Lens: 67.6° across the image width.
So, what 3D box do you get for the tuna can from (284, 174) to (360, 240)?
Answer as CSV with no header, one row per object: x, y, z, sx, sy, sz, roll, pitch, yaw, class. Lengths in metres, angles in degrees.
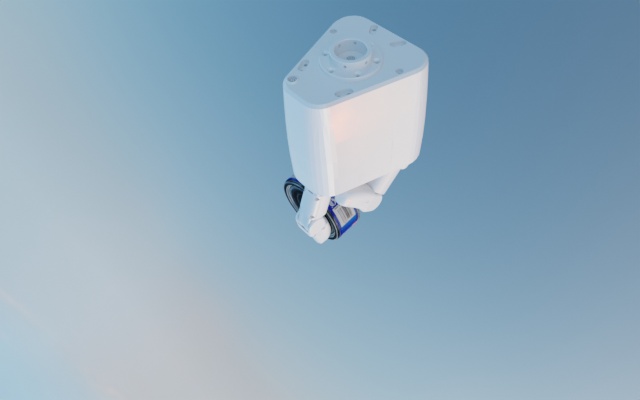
0.000,0.002,0.517,0.033,0.086,0.086,-43,17,-19,tuna can
